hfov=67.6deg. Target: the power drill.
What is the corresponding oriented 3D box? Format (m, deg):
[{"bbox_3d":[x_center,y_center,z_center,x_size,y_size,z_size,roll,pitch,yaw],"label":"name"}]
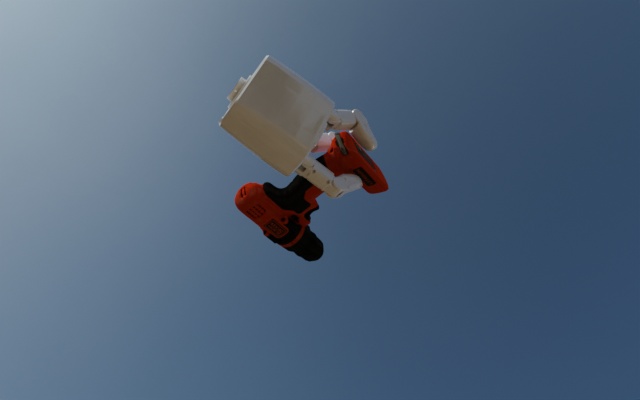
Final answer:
[{"bbox_3d":[0.000,0.002,0.686,0.188,0.057,0.184,-35,-47,14],"label":"power drill"}]
